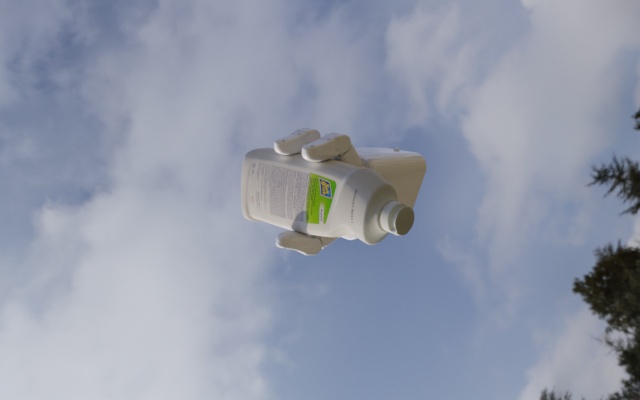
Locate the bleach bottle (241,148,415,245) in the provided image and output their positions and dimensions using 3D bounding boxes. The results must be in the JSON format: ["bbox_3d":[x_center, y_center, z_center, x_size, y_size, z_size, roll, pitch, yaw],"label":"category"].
[{"bbox_3d":[0.000,0.002,0.549,0.068,0.102,0.251,-10,18,-39],"label":"bleach bottle"}]
